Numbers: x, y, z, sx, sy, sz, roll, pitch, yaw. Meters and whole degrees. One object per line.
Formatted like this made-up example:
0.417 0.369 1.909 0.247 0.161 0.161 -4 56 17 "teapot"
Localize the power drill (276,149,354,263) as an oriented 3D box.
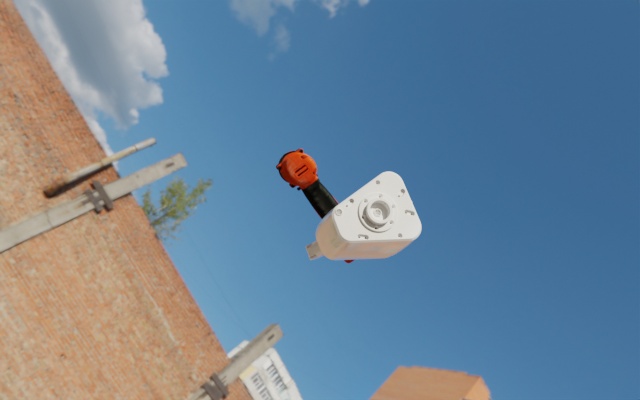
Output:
0.000 0.003 0.753 0.057 0.188 0.184 -39 10 -1 "power drill"
